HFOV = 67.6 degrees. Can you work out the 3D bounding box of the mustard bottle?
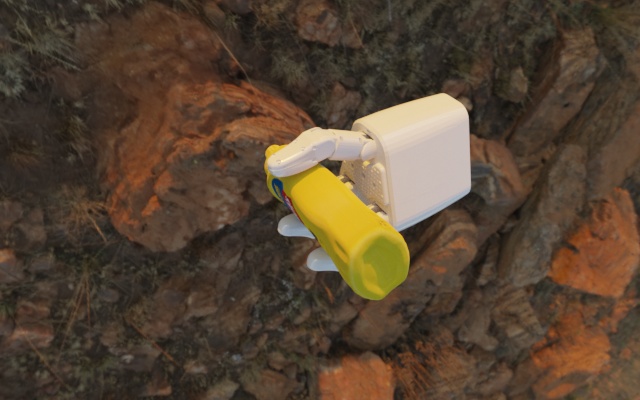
[{"bbox_3d":[0.000,0.002,0.443,0.191,0.058,0.096,47,-5,40],"label":"mustard bottle"}]
